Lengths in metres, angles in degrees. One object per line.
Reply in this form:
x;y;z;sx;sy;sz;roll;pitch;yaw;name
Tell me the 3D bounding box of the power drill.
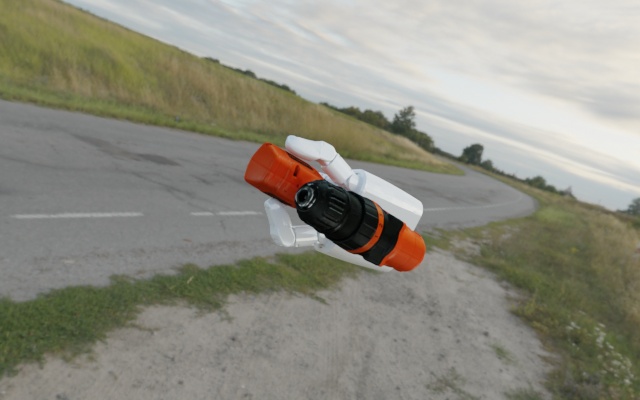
0.000;0.001;0.493;0.187;0.057;0.184;34;2;44;power drill
